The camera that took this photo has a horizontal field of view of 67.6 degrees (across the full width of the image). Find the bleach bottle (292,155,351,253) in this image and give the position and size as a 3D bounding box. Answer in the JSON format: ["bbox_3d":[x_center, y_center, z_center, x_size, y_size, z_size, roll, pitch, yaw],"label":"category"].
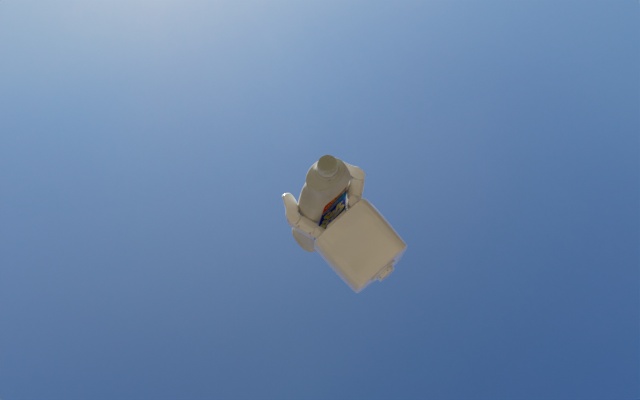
[{"bbox_3d":[0.000,0.003,0.807,0.102,0.068,0.251,-37,-19,-17],"label":"bleach bottle"}]
